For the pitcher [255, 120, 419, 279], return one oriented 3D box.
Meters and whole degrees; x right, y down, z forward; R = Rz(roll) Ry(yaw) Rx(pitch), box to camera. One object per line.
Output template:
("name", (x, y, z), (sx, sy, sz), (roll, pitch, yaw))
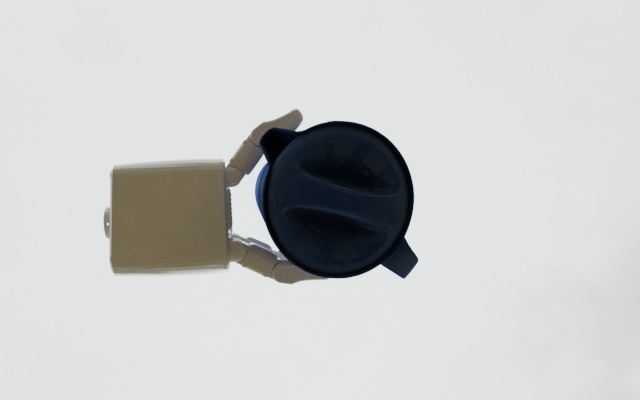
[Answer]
("pitcher", (0.000, 0.002, 0.513), (0.145, 0.149, 0.243), (-5, 4, -12))
